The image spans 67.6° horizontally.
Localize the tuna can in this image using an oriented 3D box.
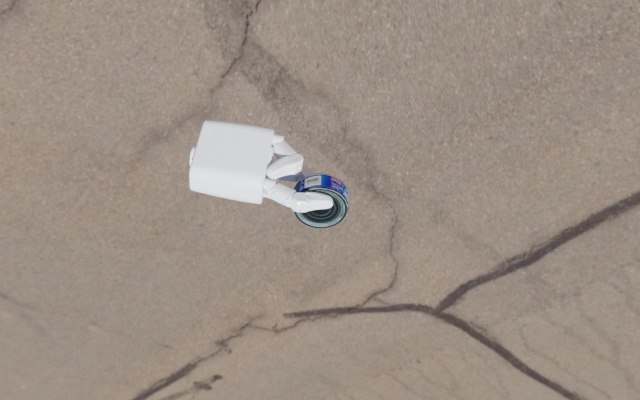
[{"bbox_3d":[0.000,0.003,0.721,0.086,0.086,0.033,0,41,1],"label":"tuna can"}]
